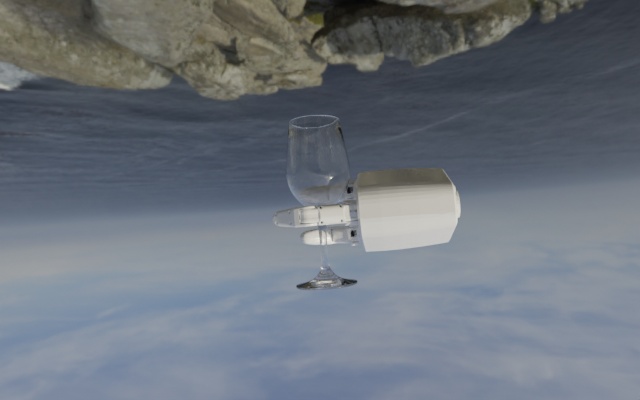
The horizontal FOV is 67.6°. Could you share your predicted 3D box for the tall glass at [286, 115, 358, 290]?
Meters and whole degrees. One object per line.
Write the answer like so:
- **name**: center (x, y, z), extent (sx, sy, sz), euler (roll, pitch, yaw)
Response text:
- **tall glass**: center (0.000, 0.003, 0.576), extent (0.079, 0.201, 0.079), euler (-5, -2, 0)
